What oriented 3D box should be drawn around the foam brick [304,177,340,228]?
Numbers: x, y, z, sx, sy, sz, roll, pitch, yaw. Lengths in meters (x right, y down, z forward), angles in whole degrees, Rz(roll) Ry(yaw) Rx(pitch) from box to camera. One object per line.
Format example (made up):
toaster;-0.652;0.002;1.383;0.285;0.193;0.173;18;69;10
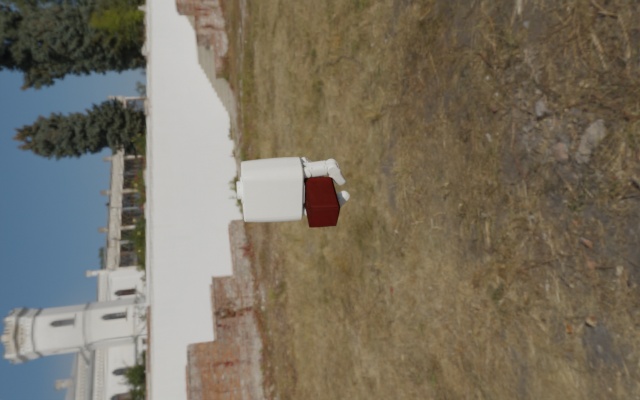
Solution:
foam brick;0.000;0.003;0.849;0.051;0.078;0.053;-3;-44;-11
